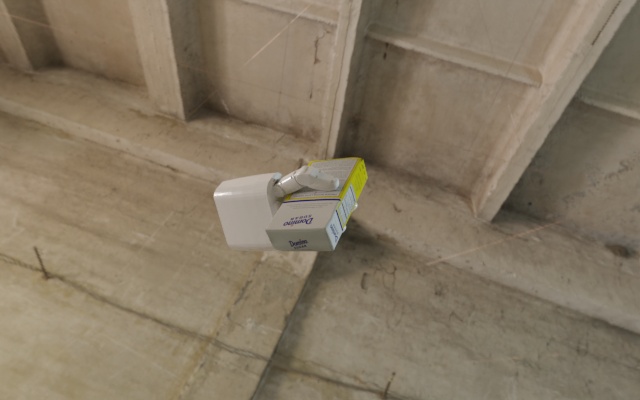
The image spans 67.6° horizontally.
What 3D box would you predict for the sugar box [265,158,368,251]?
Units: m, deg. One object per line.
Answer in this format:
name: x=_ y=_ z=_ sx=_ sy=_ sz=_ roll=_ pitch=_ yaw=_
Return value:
sugar box: x=0.000 y=0.003 z=0.690 sx=0.093 sy=0.048 sz=0.176 roll=-2 pitch=37 yaw=26
